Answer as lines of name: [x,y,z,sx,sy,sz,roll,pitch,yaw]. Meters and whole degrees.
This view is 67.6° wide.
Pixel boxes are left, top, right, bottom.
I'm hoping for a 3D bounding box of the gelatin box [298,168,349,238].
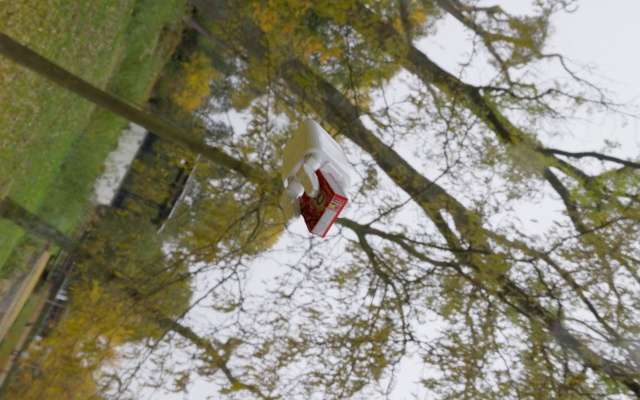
gelatin box: [0.001,0.003,0.733,0.030,0.073,0.089,22,20,-29]
